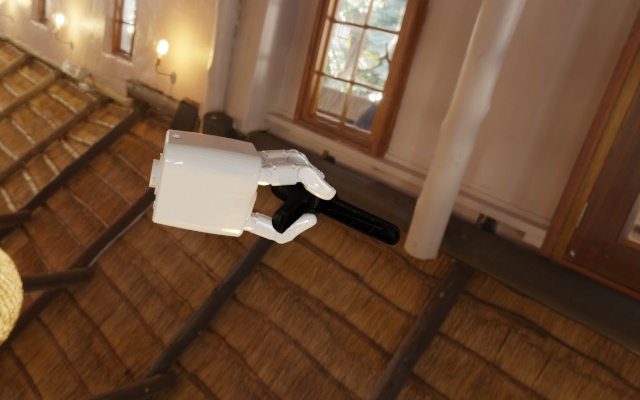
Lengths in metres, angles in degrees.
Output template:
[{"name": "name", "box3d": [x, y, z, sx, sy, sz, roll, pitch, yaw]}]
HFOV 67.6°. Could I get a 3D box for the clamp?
[{"name": "clamp", "box3d": [-0.001, 0.003, 0.623, 0.164, 0.036, 0.210, 12, 18, -20]}]
